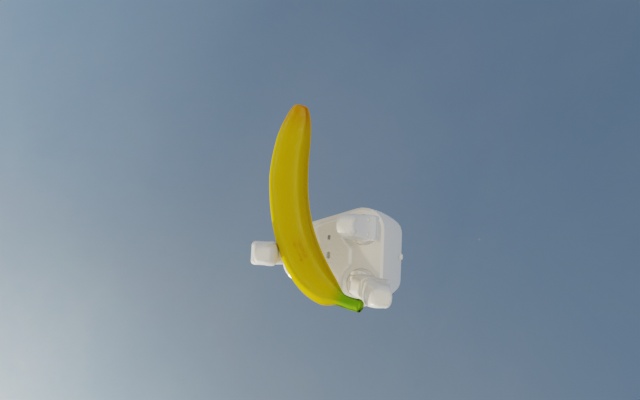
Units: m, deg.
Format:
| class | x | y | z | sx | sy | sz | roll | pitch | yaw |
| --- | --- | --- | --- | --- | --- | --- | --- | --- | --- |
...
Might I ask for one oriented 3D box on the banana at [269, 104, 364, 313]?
| class | x | y | z | sx | sy | sz | roll | pitch | yaw |
| --- | --- | --- | --- | --- | --- | --- | --- | --- | --- |
| banana | -0.015 | 0.011 | 0.437 | 0.069 | 0.197 | 0.037 | -22 | -16 | 21 |
